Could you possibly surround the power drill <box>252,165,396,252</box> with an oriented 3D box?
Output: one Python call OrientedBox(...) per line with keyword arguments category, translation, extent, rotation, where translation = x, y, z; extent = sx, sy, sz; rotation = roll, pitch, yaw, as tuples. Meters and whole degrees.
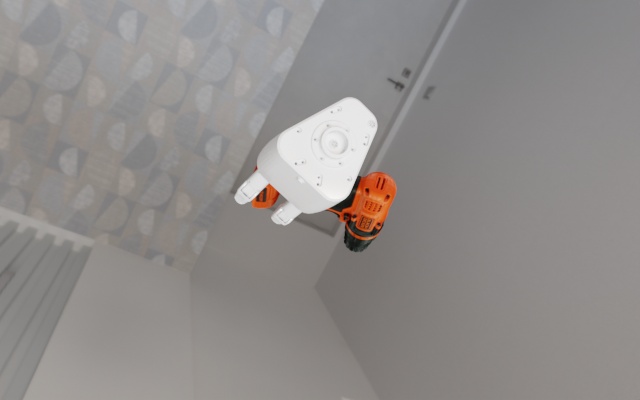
OrientedBox(category="power drill", translation=(0.000, 0.002, 0.666), extent=(0.187, 0.057, 0.184), rotation=(17, -32, 2))
